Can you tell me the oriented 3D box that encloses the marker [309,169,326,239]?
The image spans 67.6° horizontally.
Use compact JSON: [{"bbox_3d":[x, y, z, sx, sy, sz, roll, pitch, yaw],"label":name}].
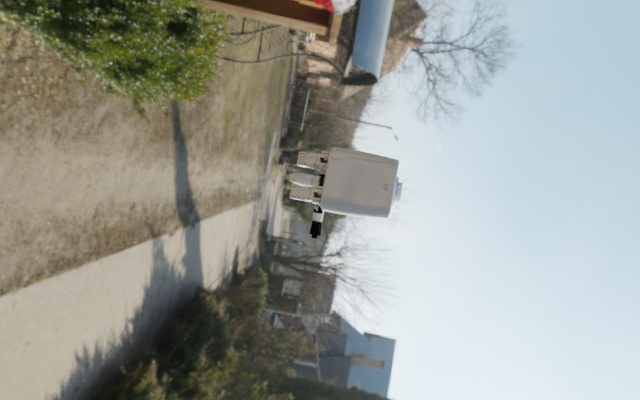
[{"bbox_3d":[0.000,0.003,0.785,0.020,0.121,0.020,10,-2,0],"label":"marker"}]
